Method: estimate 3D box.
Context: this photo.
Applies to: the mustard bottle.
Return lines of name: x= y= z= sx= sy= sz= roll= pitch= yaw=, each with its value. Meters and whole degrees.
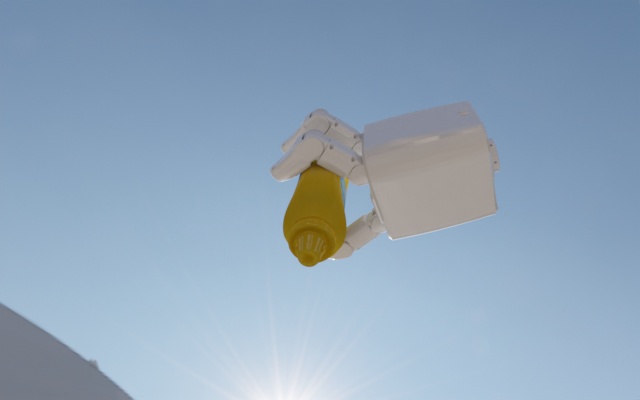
mustard bottle: x=0.000 y=0.001 z=0.472 sx=0.058 sy=0.096 sz=0.191 roll=8 pitch=30 yaw=2
